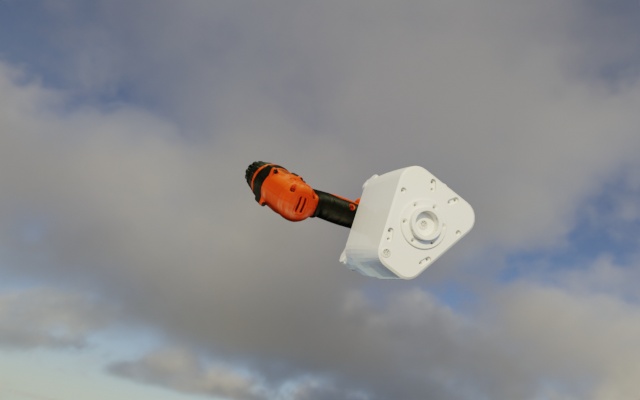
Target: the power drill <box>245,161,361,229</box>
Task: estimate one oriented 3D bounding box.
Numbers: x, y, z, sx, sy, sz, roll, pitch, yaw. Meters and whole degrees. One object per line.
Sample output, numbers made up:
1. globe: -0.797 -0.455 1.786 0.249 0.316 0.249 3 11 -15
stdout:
1. power drill: 0.001 0.002 0.629 0.188 0.057 0.184 16 9 -26
